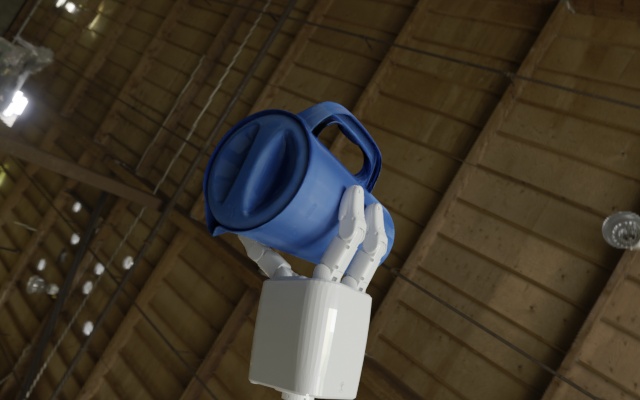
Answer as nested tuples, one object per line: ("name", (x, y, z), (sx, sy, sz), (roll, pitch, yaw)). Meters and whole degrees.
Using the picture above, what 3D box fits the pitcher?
("pitcher", (0.000, 0.002, 0.554), (0.149, 0.145, 0.243), (-5, -23, 32))
